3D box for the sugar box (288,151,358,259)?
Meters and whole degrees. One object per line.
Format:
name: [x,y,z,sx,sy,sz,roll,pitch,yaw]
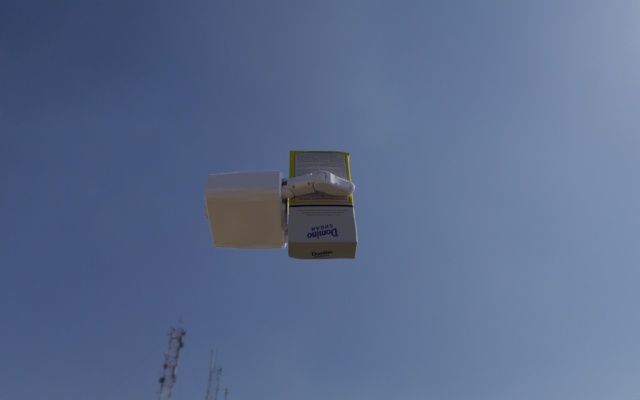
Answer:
sugar box: [0.000,0.003,0.689,0.093,0.176,0.048,1,-39,-2]
